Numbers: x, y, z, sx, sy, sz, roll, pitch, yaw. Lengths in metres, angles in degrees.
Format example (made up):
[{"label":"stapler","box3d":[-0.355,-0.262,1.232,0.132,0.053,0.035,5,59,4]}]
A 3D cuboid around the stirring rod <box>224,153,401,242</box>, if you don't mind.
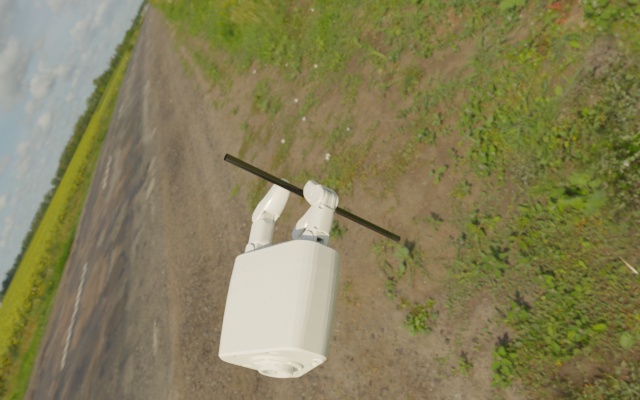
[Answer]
[{"label":"stirring rod","box3d":[0.000,0.002,0.542,0.239,0.011,0.011,26,-12,-27]}]
